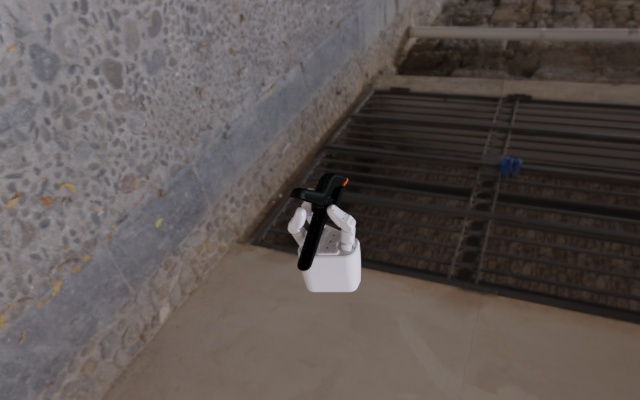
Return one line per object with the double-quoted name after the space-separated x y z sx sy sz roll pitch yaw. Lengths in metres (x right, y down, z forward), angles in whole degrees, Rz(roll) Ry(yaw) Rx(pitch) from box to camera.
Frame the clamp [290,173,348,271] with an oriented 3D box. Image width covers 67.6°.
0.001 0.003 0.871 0.036 0.165 0.210 11 41 21 "clamp"
